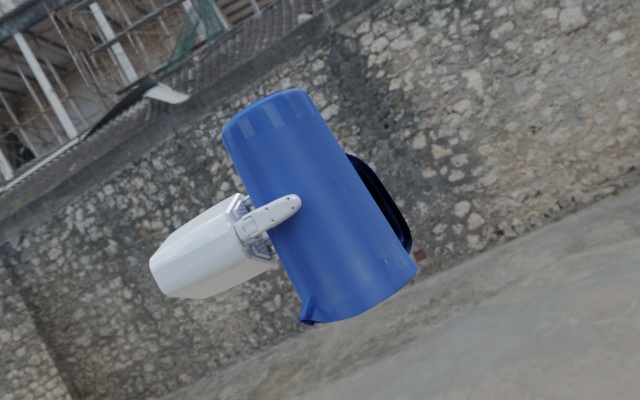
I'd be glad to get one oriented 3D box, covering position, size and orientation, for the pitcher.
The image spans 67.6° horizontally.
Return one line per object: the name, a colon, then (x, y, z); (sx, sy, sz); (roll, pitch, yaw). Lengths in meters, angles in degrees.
pitcher: (0.000, 0.002, 0.535); (0.145, 0.243, 0.149); (-29, -1, 8)
